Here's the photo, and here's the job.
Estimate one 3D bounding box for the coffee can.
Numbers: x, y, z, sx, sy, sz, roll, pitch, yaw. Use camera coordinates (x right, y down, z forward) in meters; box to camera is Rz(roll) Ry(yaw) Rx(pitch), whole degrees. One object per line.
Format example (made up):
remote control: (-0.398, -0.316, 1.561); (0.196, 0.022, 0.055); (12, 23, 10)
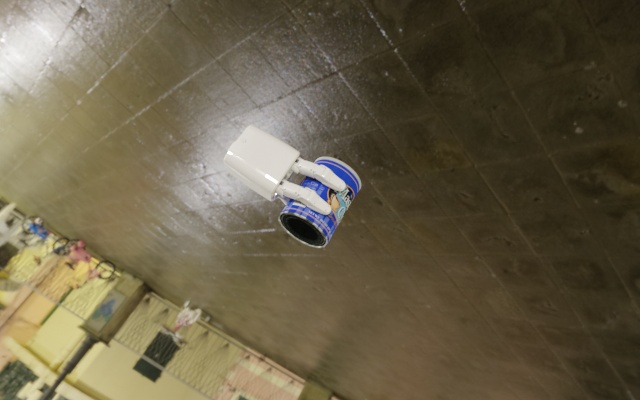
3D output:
coffee can: (0.000, 0.003, 0.895); (0.103, 0.140, 0.103); (25, -28, 14)
